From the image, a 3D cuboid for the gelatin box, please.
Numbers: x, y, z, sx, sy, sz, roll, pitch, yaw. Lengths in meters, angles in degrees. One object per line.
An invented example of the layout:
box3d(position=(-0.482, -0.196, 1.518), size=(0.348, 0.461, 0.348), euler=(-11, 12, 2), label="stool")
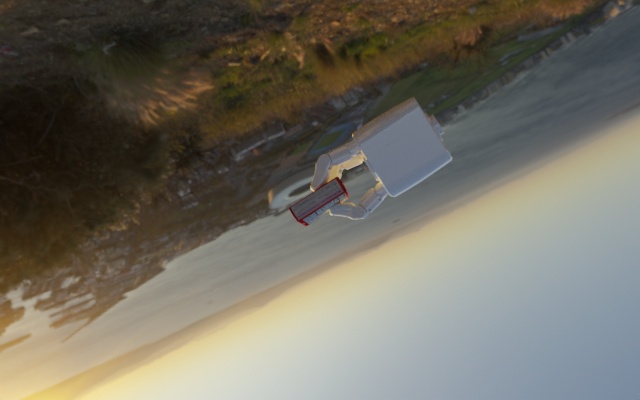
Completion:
box3d(position=(0.000, 0.003, 0.743), size=(0.089, 0.030, 0.073), euler=(-34, -10, 2), label="gelatin box")
